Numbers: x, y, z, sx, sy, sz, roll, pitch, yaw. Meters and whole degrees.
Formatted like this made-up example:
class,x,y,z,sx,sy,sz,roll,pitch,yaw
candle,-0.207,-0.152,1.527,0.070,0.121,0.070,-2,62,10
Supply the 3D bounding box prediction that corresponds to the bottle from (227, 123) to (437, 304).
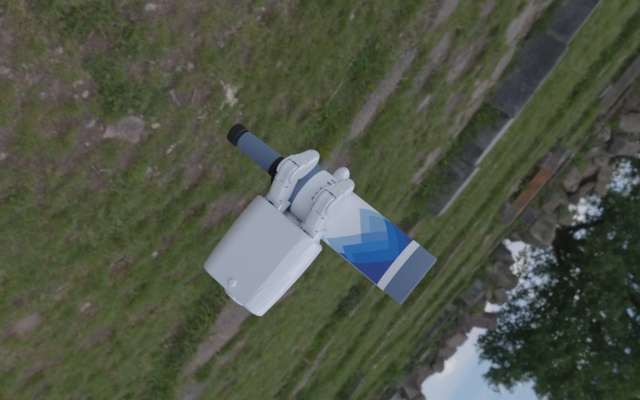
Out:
class,x,y,z,sx,sy,sz,roll,pitch,yaw
bottle,0.000,0.002,0.574,0.295,0.069,0.069,39,12,15
